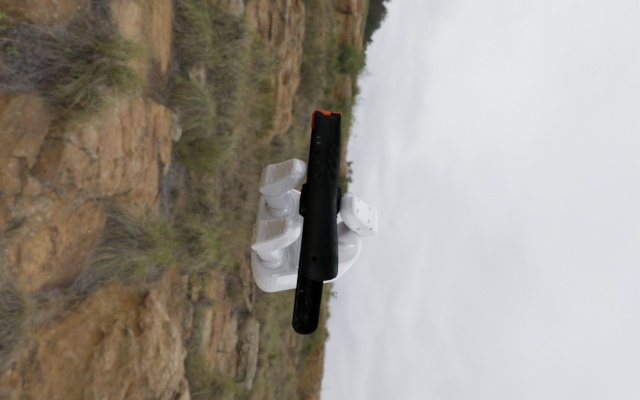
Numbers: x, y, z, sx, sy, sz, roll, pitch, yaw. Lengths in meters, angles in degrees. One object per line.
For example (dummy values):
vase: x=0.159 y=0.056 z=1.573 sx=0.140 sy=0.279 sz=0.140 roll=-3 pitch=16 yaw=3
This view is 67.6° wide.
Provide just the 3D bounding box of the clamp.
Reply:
clamp: x=0.001 y=0.001 z=0.418 sx=0.036 sy=0.210 sz=0.165 roll=7 pitch=-22 yaw=-4
